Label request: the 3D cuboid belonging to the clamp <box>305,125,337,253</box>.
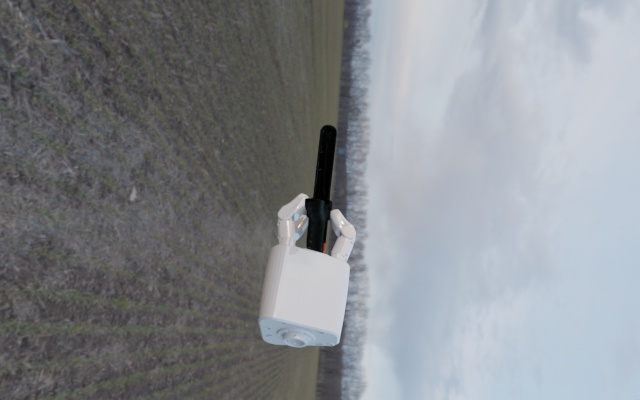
[{"bbox_3d":[0.001,0.003,0.725,0.036,0.164,0.210,8,-36,4],"label":"clamp"}]
